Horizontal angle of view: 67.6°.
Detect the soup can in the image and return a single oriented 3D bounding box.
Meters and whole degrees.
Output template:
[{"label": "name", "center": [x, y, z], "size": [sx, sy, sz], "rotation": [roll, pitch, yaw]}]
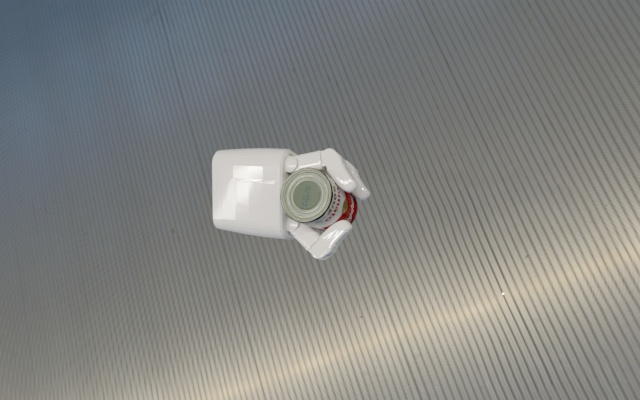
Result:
[{"label": "soup can", "center": [0.000, 0.002, 0.599], "size": [0.068, 0.068, 0.102], "rotation": [0, -10, 21]}]
